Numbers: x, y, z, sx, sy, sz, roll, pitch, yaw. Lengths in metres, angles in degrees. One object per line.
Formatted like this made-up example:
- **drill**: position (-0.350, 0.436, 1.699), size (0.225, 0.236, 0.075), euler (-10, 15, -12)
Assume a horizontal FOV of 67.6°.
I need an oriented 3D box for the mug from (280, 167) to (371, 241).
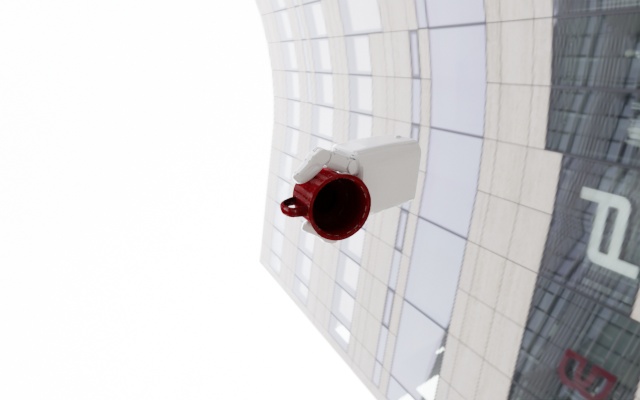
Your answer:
- **mug**: position (-0.001, 0.003, 0.665), size (0.117, 0.093, 0.081), euler (-14, 21, -21)
